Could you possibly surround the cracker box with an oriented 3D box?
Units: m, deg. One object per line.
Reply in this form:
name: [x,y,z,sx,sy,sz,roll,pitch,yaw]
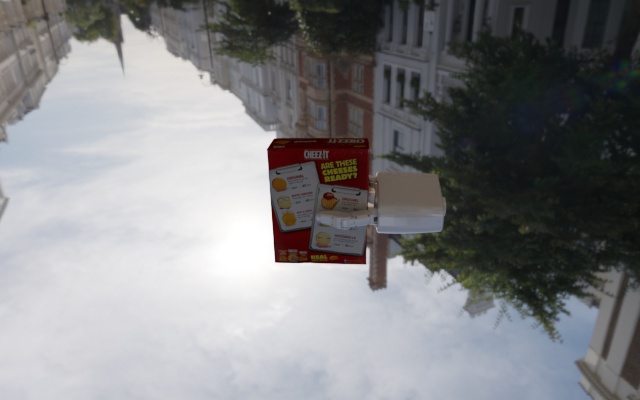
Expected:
cracker box: [0.000,0.003,0.816,0.164,0.214,0.072,1,25,4]
